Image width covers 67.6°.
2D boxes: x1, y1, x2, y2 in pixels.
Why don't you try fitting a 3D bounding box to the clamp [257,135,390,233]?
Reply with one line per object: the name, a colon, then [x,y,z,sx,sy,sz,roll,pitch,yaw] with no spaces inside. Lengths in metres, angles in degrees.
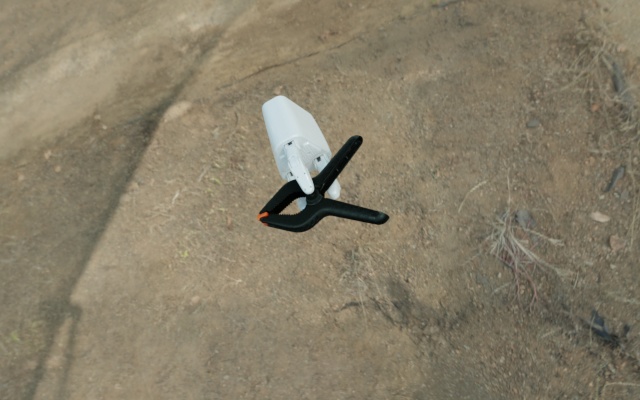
clamp: [-0.001,0.002,0.757,0.210,0.164,0.036,-27,-33,8]
